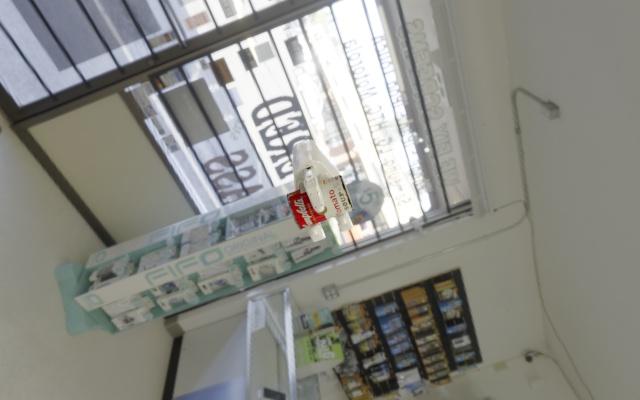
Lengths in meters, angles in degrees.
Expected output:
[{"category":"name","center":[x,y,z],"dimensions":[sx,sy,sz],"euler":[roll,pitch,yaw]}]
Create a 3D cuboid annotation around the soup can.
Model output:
[{"category":"soup can","center":[0.000,0.003,0.835],"dimensions":[0.102,0.068,0.068],"euler":[-20,-2,5]}]
